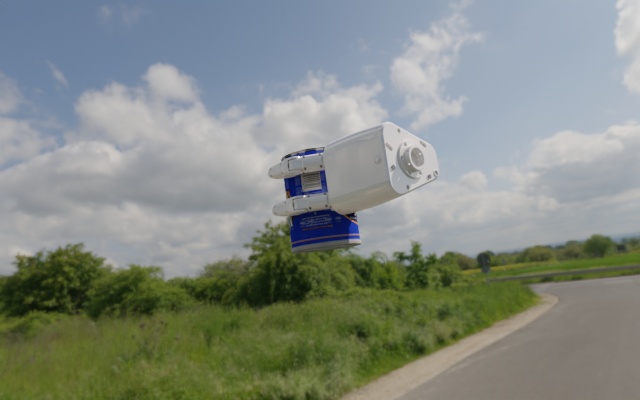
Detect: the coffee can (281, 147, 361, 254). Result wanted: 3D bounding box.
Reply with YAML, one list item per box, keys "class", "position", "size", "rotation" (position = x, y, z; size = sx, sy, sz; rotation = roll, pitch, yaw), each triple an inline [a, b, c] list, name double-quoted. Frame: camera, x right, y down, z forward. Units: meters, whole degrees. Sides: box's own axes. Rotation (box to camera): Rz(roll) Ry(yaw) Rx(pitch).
- class: "coffee can"
  position: [0.000, 0.003, 0.707]
  size: [0.103, 0.140, 0.103]
  rotation: [-7, -9, -1]
